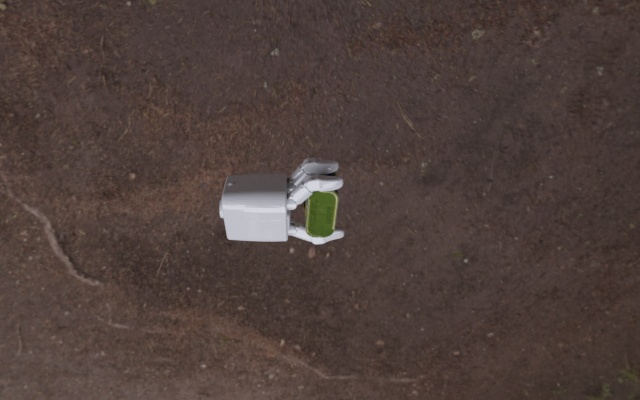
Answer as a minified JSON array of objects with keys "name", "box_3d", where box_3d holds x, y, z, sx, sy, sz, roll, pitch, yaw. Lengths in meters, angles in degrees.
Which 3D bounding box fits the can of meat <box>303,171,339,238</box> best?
[{"name":"can of meat","box_3d":[0.000,0.003,0.834,0.057,0.102,0.084,3,31,-4]}]
